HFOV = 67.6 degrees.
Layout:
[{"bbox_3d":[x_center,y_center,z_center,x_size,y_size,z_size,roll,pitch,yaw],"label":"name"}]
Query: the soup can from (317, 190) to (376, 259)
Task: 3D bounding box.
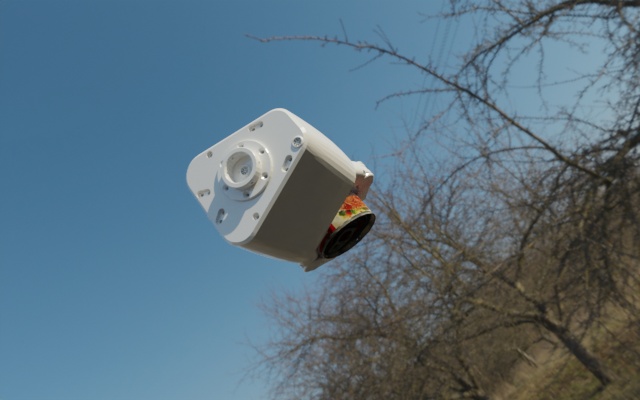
[{"bbox_3d":[0.000,0.001,0.506,0.102,0.068,0.068,50,26,24],"label":"soup can"}]
